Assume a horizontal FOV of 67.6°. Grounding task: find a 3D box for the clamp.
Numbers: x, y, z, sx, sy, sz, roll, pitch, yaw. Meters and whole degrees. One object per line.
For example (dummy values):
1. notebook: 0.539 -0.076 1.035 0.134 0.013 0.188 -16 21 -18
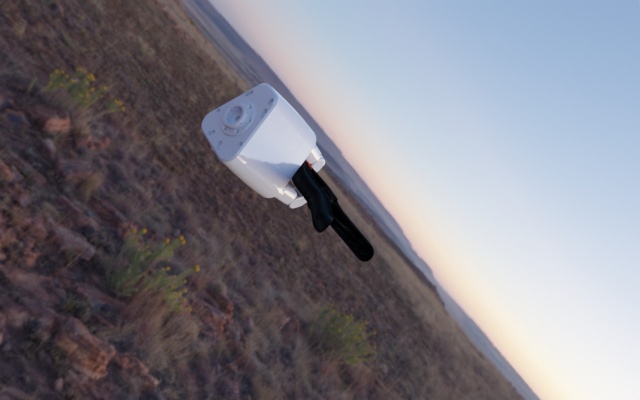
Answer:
1. clamp: 0.001 0.002 0.630 0.039 0.171 0.120 -40 -34 5
